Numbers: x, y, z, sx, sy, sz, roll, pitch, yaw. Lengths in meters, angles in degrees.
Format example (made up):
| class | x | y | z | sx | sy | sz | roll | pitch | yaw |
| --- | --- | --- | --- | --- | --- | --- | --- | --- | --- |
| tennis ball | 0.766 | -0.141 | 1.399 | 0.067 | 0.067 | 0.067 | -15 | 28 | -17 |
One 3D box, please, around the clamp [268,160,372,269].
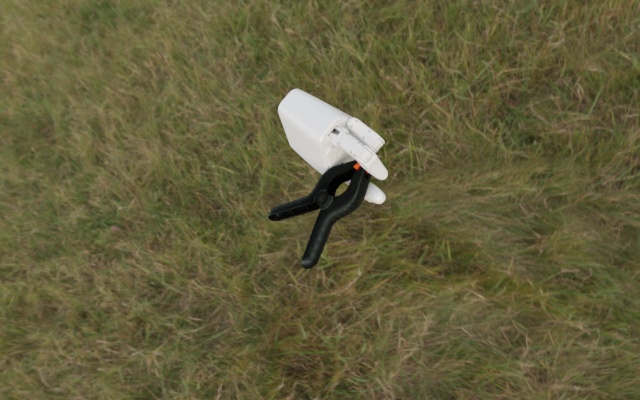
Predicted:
| class | x | y | z | sx | sy | sz | roll | pitch | yaw |
| --- | --- | --- | --- | --- | --- | --- | --- | --- | --- |
| clamp | 0.000 | 0.002 | 0.691 | 0.120 | 0.171 | 0.039 | 39 | -2 | 32 |
